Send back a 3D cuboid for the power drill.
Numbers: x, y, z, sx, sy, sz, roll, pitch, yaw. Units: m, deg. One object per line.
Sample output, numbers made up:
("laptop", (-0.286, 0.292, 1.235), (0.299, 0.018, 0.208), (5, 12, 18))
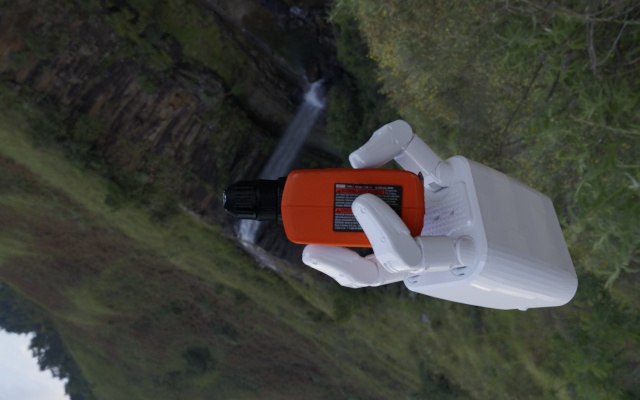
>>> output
("power drill", (0.000, 0.001, 0.425), (0.184, 0.057, 0.187), (-1, 3, -6))
